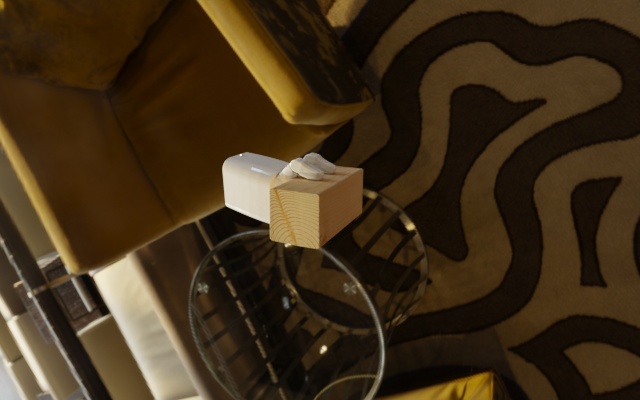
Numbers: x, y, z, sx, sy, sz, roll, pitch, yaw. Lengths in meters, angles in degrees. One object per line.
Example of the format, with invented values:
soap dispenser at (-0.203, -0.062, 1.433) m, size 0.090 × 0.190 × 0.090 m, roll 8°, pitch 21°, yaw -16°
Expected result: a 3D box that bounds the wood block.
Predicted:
wood block at (0.000, 0.003, 0.838) m, size 0.090 × 0.091 × 0.206 m, roll 8°, pitch 18°, yaw 23°
